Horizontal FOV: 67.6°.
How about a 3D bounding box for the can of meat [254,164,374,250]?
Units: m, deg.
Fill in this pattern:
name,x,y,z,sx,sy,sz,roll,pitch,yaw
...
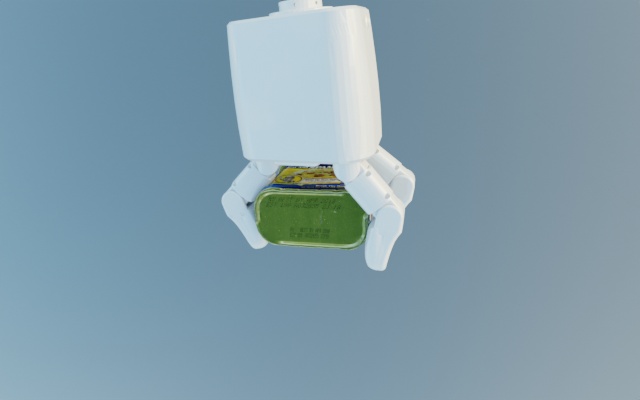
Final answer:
name,x,y,z,sx,sy,sz,roll,pitch,yaw
can of meat,0.000,0.002,0.426,0.102,0.057,0.084,1,20,12
